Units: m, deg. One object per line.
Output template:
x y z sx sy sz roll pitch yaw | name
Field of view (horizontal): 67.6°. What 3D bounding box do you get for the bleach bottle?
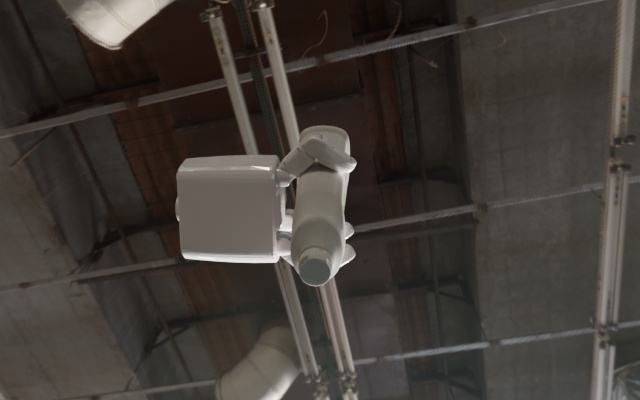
0.000 0.002 0.526 0.068 0.103 0.250 1 25 2 | bleach bottle
